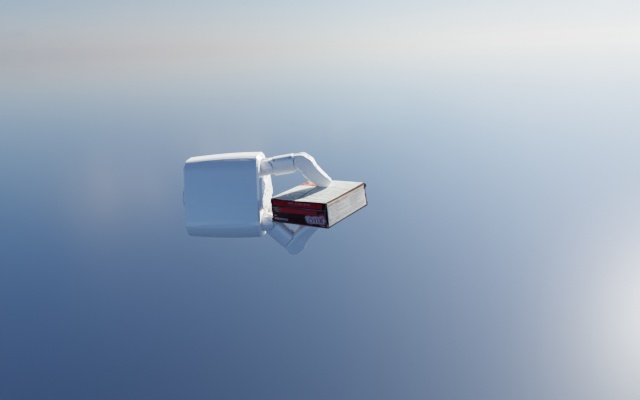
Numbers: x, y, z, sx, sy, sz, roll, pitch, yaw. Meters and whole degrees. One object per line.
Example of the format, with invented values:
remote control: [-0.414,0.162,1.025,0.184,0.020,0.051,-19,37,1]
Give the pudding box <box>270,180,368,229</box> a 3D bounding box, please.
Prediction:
pudding box: [0.000,0.002,0.656,0.090,0.039,0.113,6,21,32]
